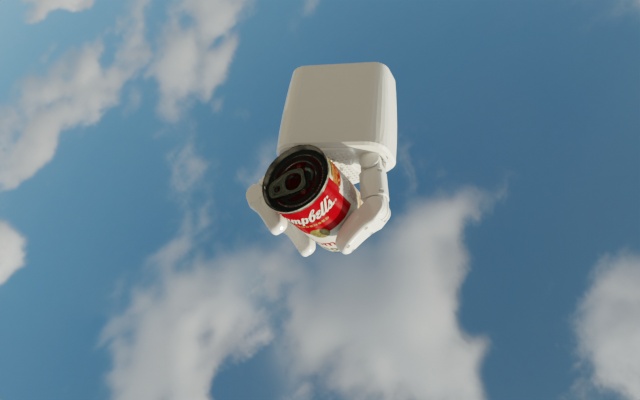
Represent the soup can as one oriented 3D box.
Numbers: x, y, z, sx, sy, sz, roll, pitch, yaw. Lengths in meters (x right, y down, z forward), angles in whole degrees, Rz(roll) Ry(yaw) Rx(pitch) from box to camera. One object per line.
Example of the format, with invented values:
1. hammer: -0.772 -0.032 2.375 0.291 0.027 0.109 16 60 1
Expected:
1. soup can: 0.000 0.002 0.457 0.068 0.068 0.102 0 -25 31
